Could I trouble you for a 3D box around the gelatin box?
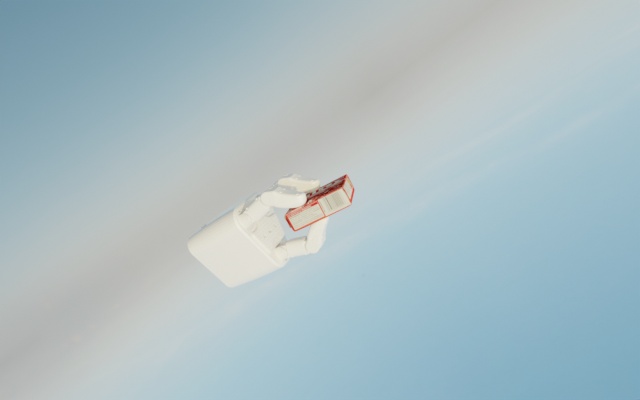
[{"bbox_3d":[0.001,0.002,0.648,0.089,0.030,0.073,-26,11,14],"label":"gelatin box"}]
